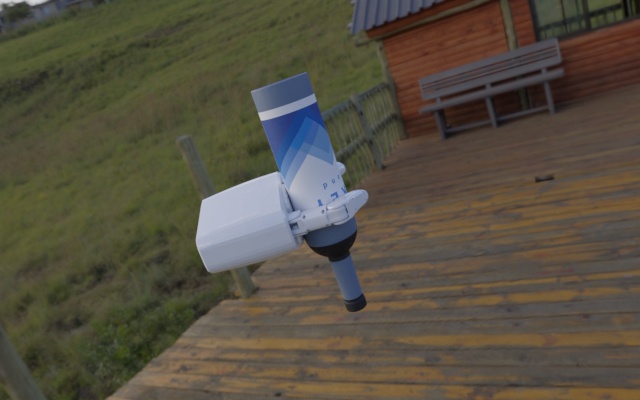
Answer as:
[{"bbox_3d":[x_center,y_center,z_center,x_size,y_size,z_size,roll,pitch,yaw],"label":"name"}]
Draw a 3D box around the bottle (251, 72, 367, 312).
[{"bbox_3d":[0.000,0.002,0.570,0.069,0.296,0.069,-18,16,5],"label":"bottle"}]
